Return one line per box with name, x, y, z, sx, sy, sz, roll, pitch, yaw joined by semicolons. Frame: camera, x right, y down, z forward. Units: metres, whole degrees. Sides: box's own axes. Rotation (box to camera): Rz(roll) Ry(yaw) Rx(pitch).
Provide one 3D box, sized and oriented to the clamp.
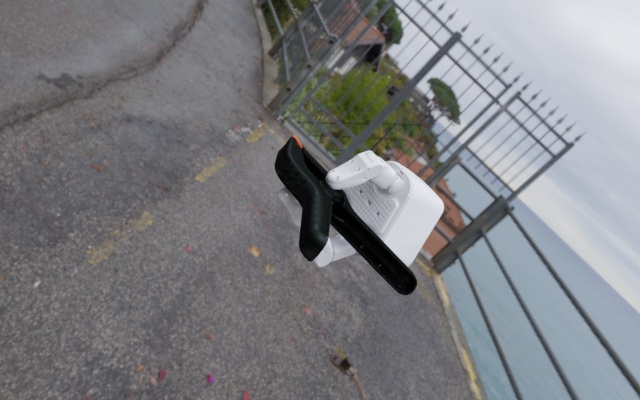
clamp;0.001;0.001;0.476;0.164;0.036;0.210;25;25;-52
